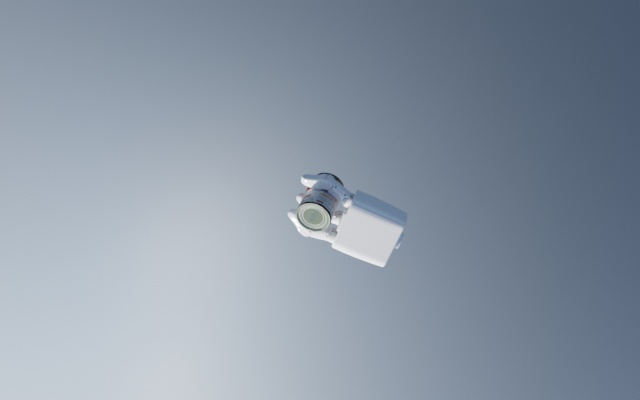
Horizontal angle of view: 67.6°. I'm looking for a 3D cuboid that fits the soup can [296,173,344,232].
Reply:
[{"bbox_3d":[0.000,0.003,0.889,0.068,0.068,0.102,0,34,19],"label":"soup can"}]
